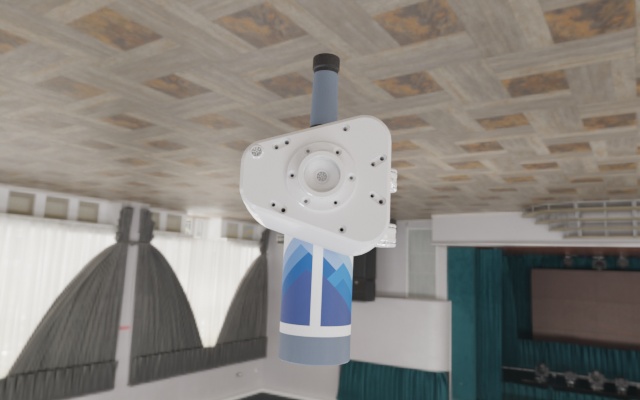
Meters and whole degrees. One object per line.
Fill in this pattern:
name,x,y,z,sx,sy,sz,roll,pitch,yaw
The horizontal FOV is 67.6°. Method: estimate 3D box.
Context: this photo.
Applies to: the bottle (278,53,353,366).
bottle,0.000,0.002,0.464,0.069,0.295,0.069,2,-8,0
